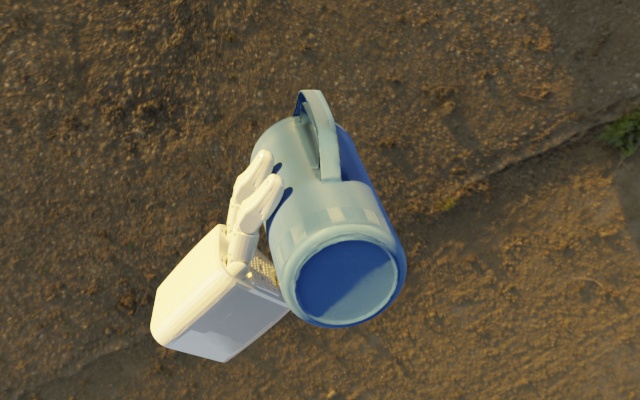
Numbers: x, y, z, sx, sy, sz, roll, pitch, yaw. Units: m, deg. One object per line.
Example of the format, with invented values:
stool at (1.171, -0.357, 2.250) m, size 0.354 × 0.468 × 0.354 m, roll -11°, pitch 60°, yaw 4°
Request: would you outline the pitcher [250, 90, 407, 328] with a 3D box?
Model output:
pitcher at (0.000, 0.002, 0.487) m, size 0.149 × 0.145 × 0.242 m, roll 42°, pitch 13°, yaw -28°
